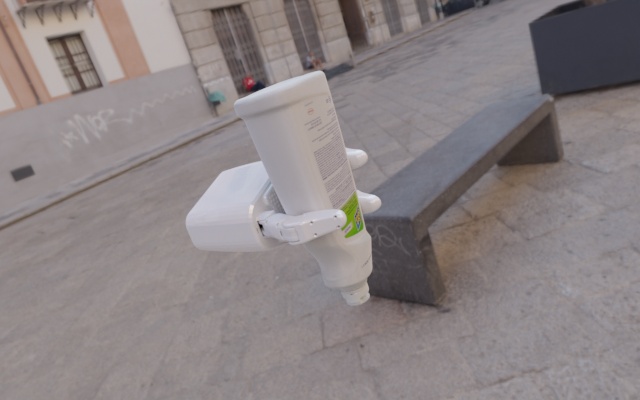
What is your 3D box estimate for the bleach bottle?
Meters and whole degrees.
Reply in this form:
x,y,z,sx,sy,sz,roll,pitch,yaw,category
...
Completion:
x,y,z,sx,sy,sz,roll,pitch,yaw,category
0.000,0.002,0.497,0.068,0.251,0.102,-6,21,34,bleach bottle
